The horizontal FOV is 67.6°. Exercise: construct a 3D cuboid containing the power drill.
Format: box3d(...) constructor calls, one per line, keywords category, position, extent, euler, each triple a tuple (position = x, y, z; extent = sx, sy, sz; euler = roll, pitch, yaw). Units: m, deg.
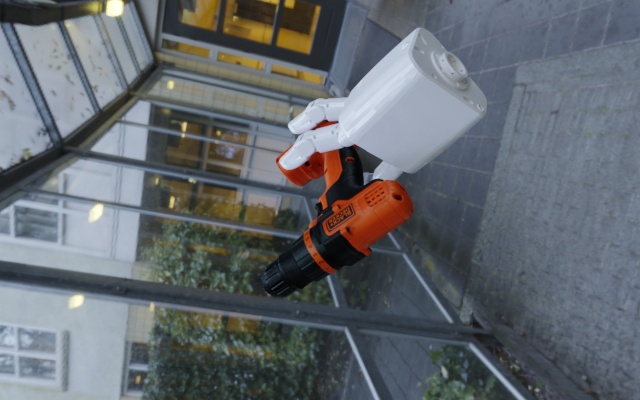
box3d(category="power drill", position=(0.000, 0.001, 0.545), extent=(0.184, 0.187, 0.057), euler=(-34, -49, 15))
